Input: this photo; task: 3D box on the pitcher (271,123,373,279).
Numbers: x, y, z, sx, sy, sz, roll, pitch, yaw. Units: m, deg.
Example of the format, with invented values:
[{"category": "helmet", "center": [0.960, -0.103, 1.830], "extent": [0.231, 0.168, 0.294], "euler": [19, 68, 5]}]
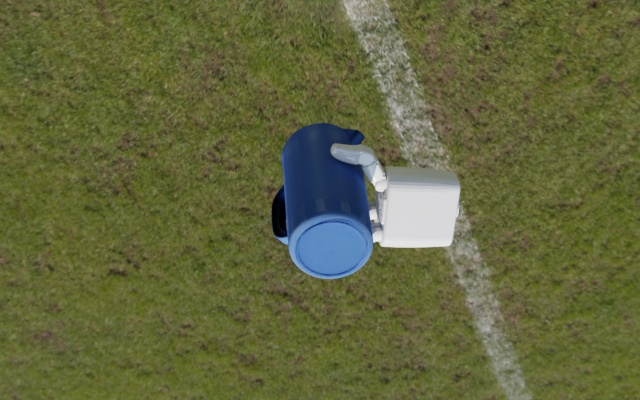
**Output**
[{"category": "pitcher", "center": [0.000, 0.002, 0.698], "extent": [0.145, 0.149, 0.242], "euler": [2, 33, -5]}]
